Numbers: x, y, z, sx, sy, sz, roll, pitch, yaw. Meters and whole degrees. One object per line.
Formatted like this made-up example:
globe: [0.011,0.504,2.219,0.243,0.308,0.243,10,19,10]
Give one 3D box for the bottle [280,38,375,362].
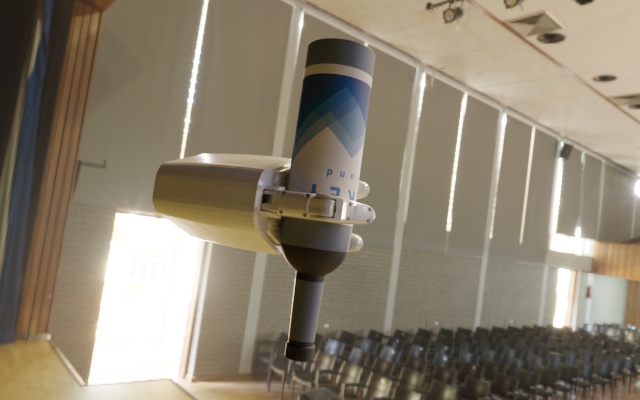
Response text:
bottle: [0.000,0.001,0.454,0.069,0.295,0.069,8,-3,0]
